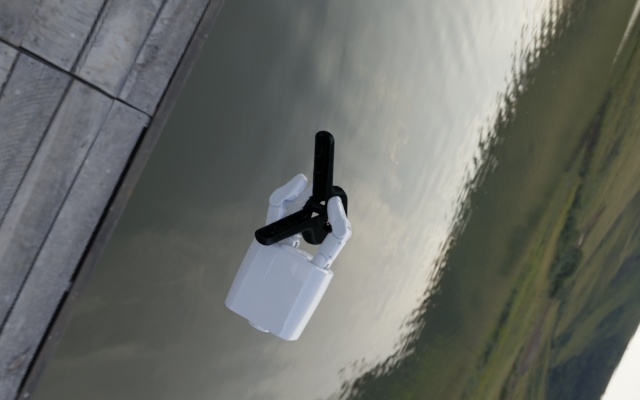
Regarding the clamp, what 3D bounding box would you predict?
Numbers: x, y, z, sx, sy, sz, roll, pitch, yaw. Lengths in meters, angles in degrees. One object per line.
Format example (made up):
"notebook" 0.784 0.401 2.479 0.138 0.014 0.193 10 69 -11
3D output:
"clamp" 0.001 0.003 0.675 0.036 0.164 0.210 29 -1 26
